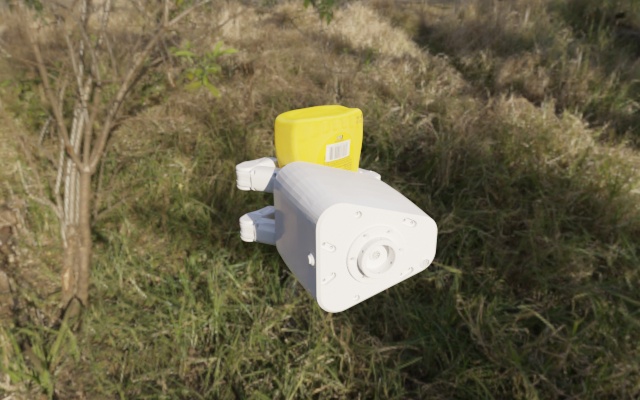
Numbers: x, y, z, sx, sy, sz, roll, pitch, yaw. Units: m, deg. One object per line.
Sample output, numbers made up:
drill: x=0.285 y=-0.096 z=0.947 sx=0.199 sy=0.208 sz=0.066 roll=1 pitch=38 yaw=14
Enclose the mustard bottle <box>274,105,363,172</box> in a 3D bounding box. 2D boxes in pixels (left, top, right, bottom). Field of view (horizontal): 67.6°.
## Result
mustard bottle: x=0.000 y=0.001 z=0.502 sx=0.058 sy=0.192 sz=0.096 roll=19 pitch=28 yaw=41
